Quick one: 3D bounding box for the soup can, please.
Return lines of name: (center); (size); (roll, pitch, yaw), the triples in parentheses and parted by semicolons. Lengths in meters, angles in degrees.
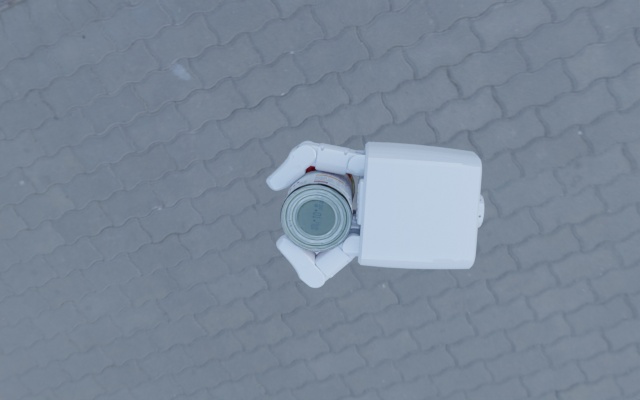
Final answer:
soup can: (0.000, 0.001, 0.476); (0.068, 0.068, 0.102); (0, 18, 5)
